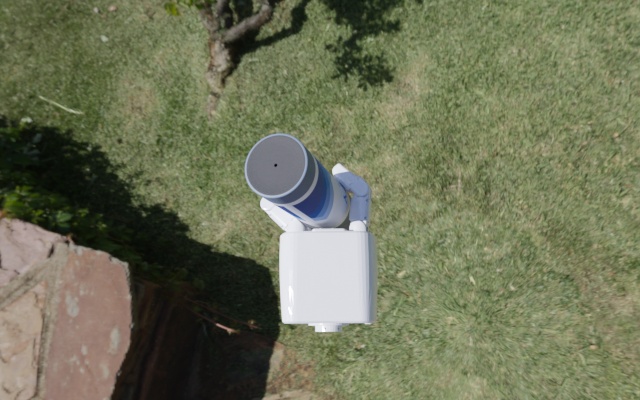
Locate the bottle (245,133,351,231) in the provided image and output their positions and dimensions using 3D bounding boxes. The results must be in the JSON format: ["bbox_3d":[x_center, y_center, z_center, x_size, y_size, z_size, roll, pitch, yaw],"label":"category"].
[{"bbox_3d":[0.000,0.002,0.598,0.069,0.069,0.296,0,-14,18],"label":"bottle"}]
